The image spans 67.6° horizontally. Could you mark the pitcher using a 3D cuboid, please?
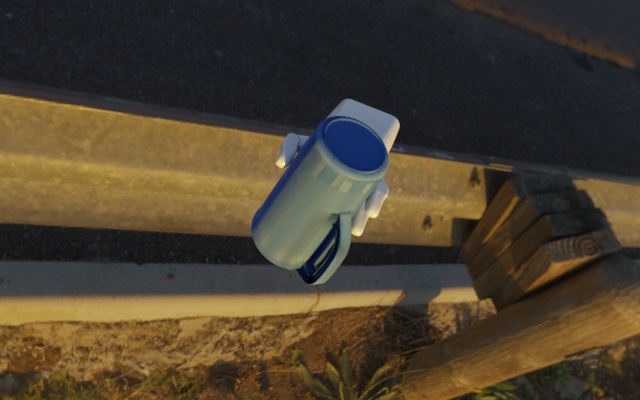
[{"bbox_3d":[0.000,0.002,0.693,0.149,0.145,0.243,35,-42,-2],"label":"pitcher"}]
